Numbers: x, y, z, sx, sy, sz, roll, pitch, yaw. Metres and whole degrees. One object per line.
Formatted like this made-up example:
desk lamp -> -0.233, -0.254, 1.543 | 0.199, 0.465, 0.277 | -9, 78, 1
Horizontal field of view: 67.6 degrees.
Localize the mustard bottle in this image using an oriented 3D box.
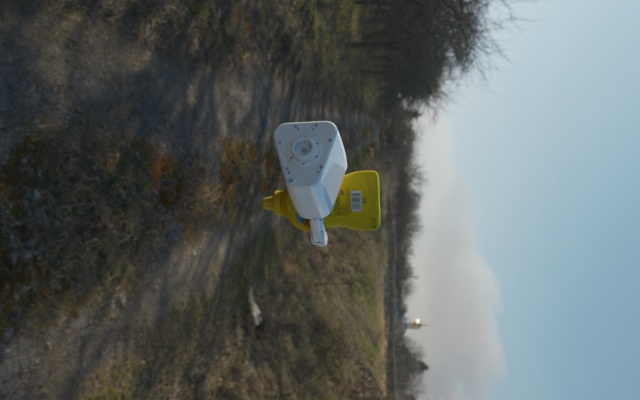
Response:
mustard bottle -> 0.000, 0.003, 0.779 | 0.191, 0.096, 0.058 | -2, 1, 8
